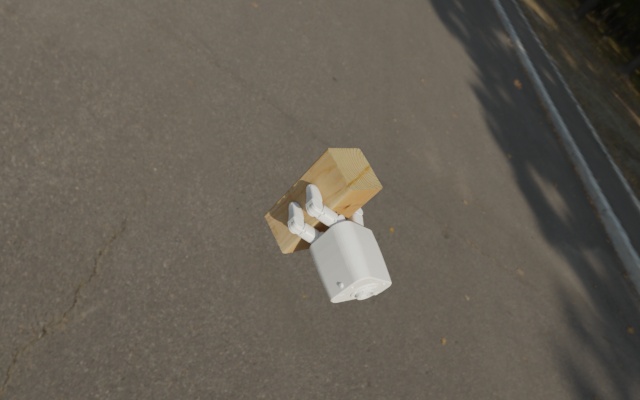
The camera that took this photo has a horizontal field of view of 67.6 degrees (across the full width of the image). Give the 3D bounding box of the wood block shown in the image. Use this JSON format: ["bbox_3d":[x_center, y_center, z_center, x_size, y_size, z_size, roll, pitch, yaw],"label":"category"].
[{"bbox_3d":[0.001,0.003,0.870,0.091,0.090,0.206,-5,-30,-48],"label":"wood block"}]
